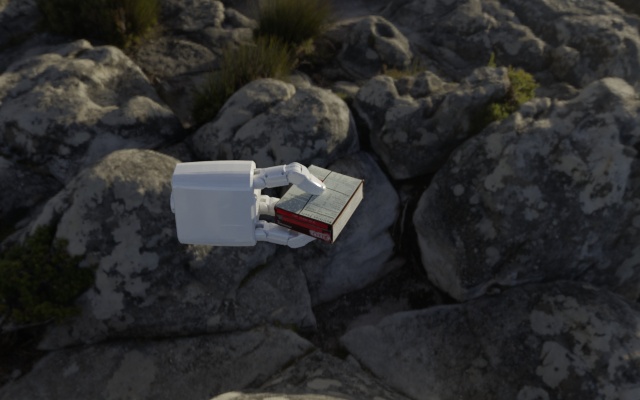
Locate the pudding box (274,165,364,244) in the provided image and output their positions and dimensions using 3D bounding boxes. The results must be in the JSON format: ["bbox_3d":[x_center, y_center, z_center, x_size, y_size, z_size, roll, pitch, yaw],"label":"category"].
[{"bbox_3d":[0.000,0.002,0.671,0.090,0.039,0.113,19,45,19],"label":"pudding box"}]
